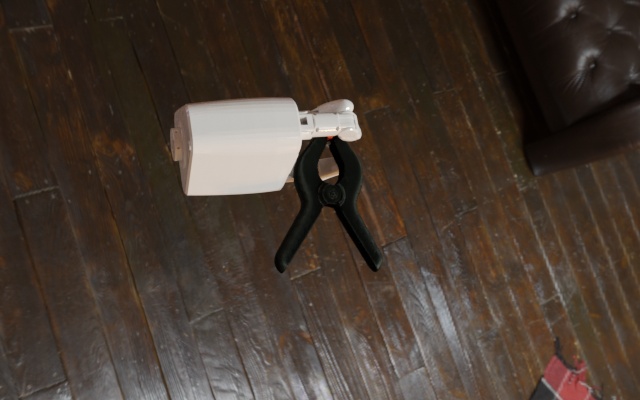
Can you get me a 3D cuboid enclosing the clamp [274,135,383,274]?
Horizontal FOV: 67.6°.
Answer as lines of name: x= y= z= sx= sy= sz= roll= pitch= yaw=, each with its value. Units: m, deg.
clamp: x=0.000 y=0.001 z=0.524 sx=0.120 sy=0.171 sz=0.039 roll=-7 pitch=-8 yaw=-23
